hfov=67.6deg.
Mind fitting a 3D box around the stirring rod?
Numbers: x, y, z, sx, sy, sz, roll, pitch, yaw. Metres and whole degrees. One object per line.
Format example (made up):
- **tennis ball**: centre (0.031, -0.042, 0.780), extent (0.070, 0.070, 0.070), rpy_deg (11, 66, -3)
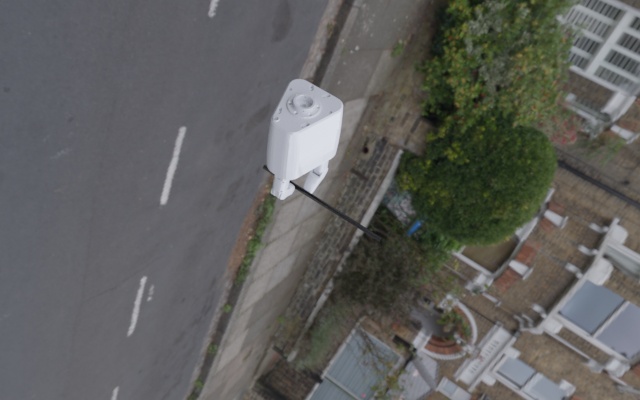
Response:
- **stirring rod**: centre (0.000, 0.003, 0.810), extent (0.239, 0.011, 0.011), rpy_deg (32, 8, 13)
